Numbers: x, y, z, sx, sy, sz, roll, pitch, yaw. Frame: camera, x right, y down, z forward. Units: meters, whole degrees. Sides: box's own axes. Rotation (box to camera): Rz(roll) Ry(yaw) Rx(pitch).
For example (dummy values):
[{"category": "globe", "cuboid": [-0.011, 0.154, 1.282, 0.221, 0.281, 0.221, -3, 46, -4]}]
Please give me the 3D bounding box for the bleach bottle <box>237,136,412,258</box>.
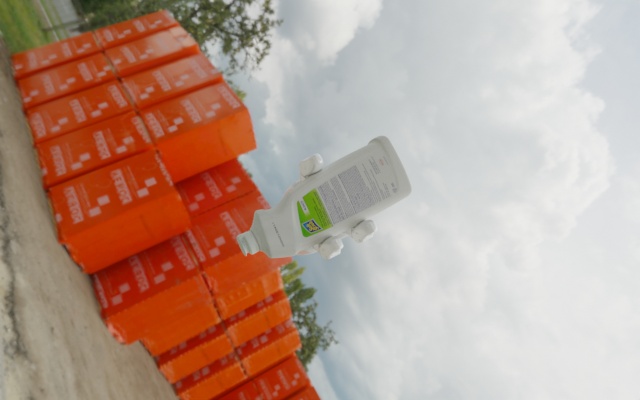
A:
[{"category": "bleach bottle", "cuboid": [0.000, 0.002, 0.665, 0.251, 0.102, 0.068, -25, -2, -18]}]
